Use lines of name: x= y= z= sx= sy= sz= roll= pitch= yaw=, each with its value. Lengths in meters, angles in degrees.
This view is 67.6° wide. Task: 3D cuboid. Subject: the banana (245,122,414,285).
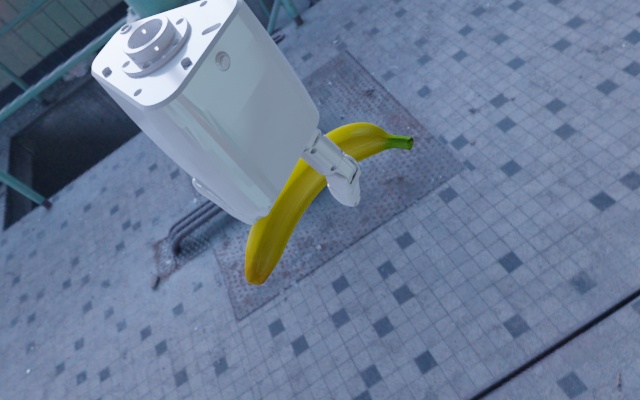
banana: x=-0.008 y=-0.011 z=0.441 sx=0.069 sy=0.198 sz=0.037 roll=43 pitch=-6 yaw=40
